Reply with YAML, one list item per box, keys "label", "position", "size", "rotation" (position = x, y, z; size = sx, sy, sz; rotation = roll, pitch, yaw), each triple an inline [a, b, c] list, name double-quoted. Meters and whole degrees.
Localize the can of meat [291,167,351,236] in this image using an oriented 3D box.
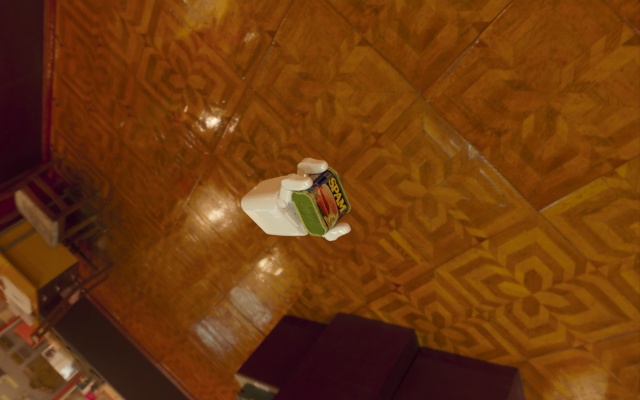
- label: "can of meat"
  position: [0.000, 0.003, 0.874]
  size: [0.057, 0.102, 0.084]
  rotation: [-1, 33, 41]
